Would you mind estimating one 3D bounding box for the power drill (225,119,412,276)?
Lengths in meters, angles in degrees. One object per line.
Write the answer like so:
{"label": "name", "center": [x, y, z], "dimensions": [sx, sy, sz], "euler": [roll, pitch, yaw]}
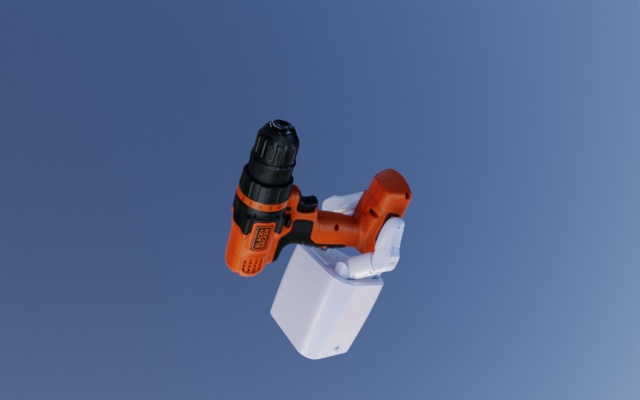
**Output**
{"label": "power drill", "center": [0.000, 0.002, 0.509], "dimensions": [0.187, 0.184, 0.057], "euler": [1, 40, -26]}
